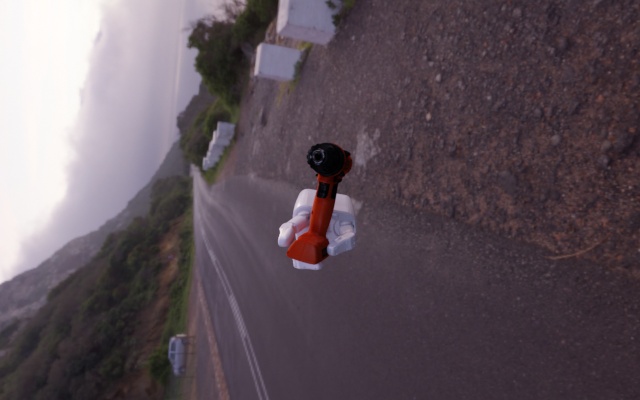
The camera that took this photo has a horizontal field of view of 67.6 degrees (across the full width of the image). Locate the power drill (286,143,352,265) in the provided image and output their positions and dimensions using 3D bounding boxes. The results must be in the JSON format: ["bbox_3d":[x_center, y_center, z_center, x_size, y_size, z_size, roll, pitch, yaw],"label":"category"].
[{"bbox_3d":[0.000,0.003,0.752,0.057,0.187,0.184,17,5,13],"label":"power drill"}]
